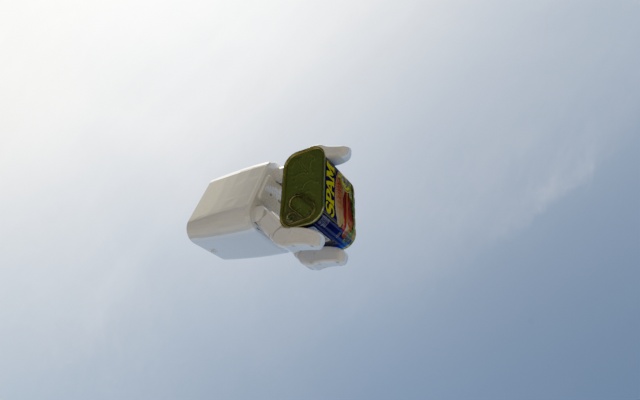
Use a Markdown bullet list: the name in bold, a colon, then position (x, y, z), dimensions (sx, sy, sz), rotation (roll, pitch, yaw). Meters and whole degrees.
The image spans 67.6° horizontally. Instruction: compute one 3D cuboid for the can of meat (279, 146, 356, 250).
- **can of meat**: position (0.000, 0.002, 0.566), dimensions (0.057, 0.102, 0.084), rotation (-16, -35, 26)
